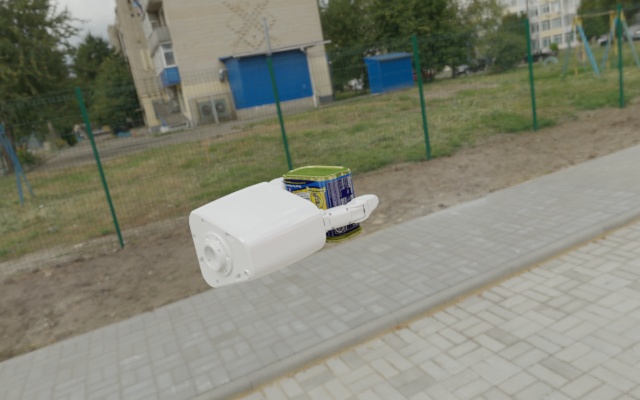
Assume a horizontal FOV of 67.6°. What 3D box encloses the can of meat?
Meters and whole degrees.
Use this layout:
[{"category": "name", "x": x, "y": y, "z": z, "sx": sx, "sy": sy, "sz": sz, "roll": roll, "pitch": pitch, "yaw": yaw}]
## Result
[{"category": "can of meat", "x": 0.000, "y": 0.002, "z": 0.616, "sx": 0.057, "sy": 0.084, "sz": 0.102, "roll": -22, "pitch": 18, "yaw": -38}]
